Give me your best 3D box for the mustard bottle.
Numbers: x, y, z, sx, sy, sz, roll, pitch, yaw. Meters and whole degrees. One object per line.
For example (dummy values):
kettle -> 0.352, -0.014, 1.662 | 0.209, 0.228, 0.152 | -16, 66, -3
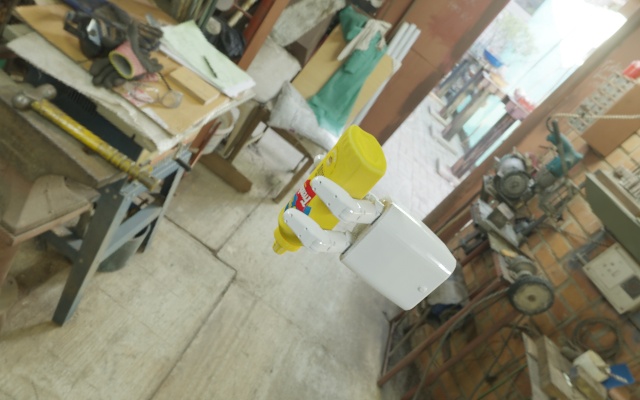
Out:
mustard bottle -> 0.000, 0.002, 0.591 | 0.058, 0.192, 0.096 | 28, 30, -23
